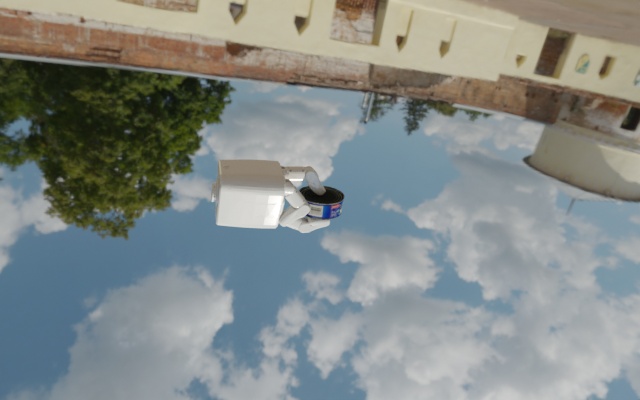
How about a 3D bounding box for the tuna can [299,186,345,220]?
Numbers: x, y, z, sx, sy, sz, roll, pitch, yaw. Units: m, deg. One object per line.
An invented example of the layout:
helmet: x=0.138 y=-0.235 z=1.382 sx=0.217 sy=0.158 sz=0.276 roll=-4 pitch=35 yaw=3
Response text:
tuna can: x=0.000 y=0.003 z=0.886 sx=0.086 sy=0.034 sz=0.086 roll=5 pitch=24 yaw=-2
